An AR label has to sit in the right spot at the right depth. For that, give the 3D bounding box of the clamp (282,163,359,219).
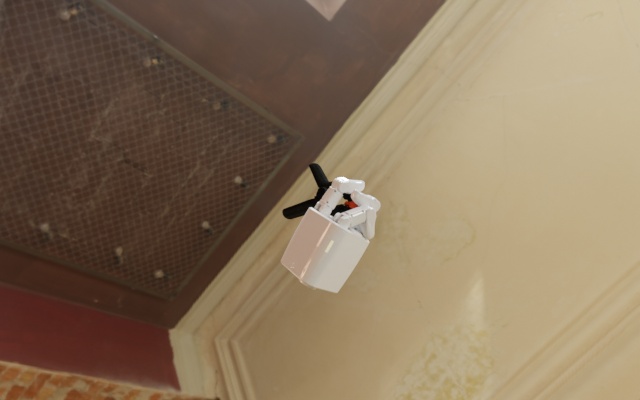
[{"bbox_3d":[0.001,0.003,0.864,0.039,0.120,0.171,31,0,-38],"label":"clamp"}]
